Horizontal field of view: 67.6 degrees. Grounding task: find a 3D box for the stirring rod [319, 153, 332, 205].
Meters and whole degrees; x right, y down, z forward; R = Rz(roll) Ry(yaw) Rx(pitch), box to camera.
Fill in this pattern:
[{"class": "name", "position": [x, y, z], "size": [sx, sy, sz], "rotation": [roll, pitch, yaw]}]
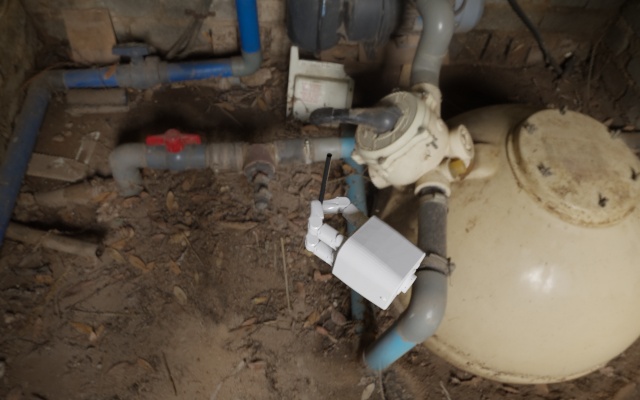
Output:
[{"class": "stirring rod", "position": [0.000, 0.003, 0.779], "size": [0.011, 0.011, 0.240], "rotation": [0, -34, -7]}]
